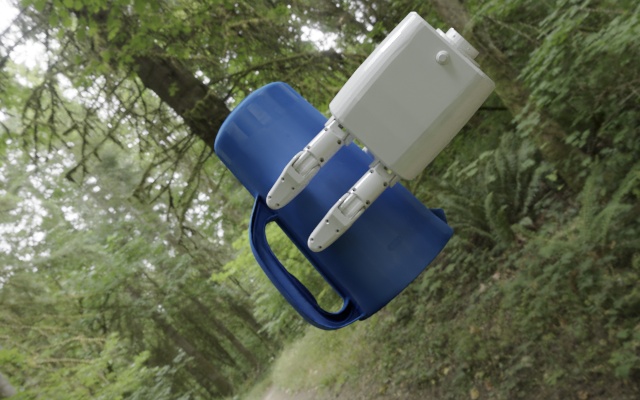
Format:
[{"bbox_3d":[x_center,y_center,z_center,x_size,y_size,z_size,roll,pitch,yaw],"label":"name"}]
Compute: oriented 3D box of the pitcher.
[{"bbox_3d":[0.000,0.001,0.493,0.145,0.243,0.149,-48,-7,23],"label":"pitcher"}]
